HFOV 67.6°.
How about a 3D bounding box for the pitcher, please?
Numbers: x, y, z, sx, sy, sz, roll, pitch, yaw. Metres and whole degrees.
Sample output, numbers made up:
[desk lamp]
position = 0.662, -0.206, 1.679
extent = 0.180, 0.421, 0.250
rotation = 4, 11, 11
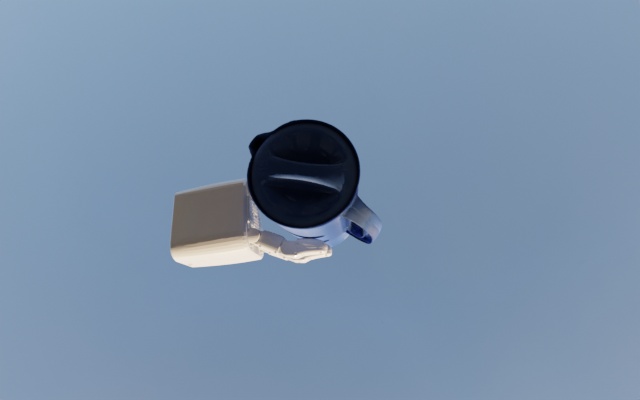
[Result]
[pitcher]
position = 0.000, 0.002, 0.658
extent = 0.145, 0.149, 0.243
rotation = -11, -15, 4
